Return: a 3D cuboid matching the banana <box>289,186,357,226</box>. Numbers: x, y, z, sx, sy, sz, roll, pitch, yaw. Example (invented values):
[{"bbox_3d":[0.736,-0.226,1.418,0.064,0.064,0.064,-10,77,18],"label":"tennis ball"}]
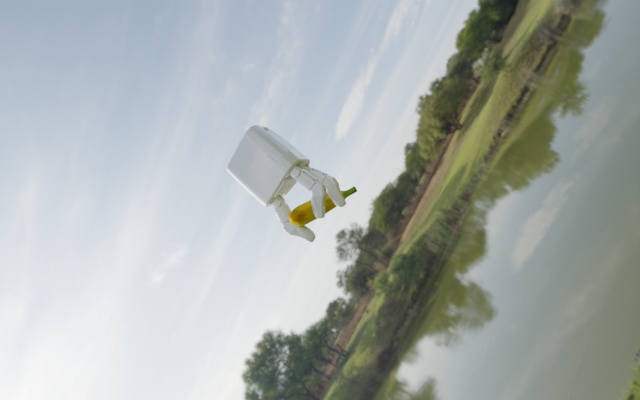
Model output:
[{"bbox_3d":[-0.009,0.012,0.881,0.070,0.037,0.197,-42,-9,38],"label":"banana"}]
